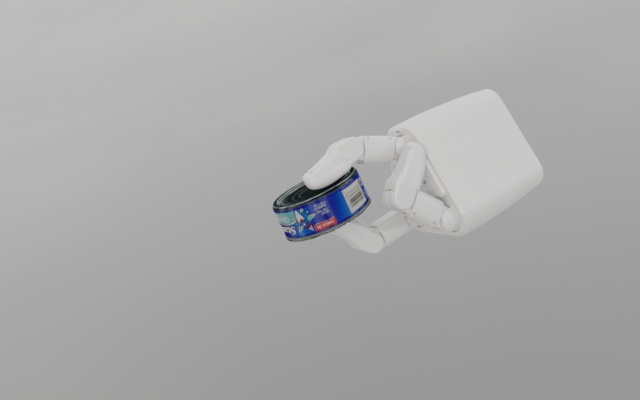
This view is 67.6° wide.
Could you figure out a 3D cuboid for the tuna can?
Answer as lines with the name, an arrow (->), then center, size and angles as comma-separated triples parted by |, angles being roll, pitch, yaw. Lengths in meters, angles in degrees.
tuna can -> 0.000, 0.001, 0.435 | 0.086, 0.034, 0.086 | -23, 14, 6
